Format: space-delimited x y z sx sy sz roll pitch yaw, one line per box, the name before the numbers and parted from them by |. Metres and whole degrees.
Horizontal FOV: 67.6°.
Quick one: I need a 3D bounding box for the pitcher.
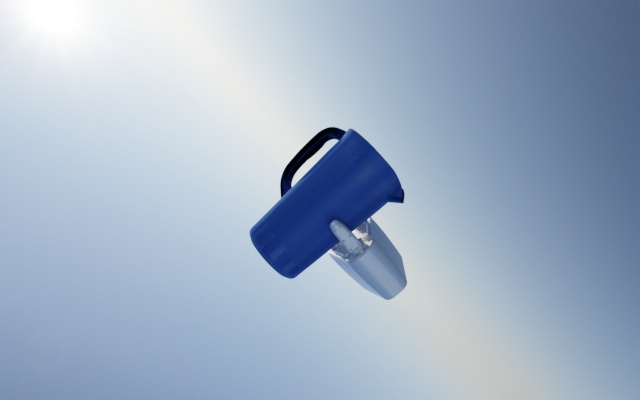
pitcher | 0.000 0.003 0.773 0.243 0.145 0.149 -42 22 1
